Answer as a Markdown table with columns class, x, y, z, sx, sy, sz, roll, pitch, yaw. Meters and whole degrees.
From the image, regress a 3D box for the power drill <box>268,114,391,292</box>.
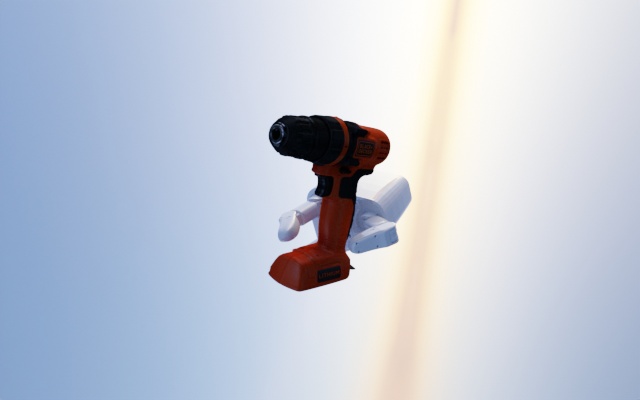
| class | x | y | z | sx | sy | sz | roll | pitch | yaw |
| --- | --- | --- | --- | --- | --- | --- | --- | --- | --- |
| power drill | 0.000 | 0.002 | 0.522 | 0.057 | 0.188 | 0.184 | 25 | 16 | 36 |
